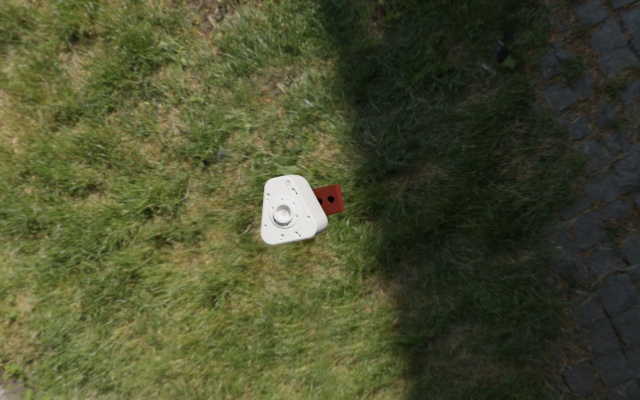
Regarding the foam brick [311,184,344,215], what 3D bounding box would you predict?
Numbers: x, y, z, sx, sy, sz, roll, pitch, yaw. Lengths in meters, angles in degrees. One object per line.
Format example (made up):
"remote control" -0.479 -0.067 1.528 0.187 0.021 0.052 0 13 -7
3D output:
"foam brick" 0.000 0.003 0.872 0.078 0.053 0.051 -12 -1 8
